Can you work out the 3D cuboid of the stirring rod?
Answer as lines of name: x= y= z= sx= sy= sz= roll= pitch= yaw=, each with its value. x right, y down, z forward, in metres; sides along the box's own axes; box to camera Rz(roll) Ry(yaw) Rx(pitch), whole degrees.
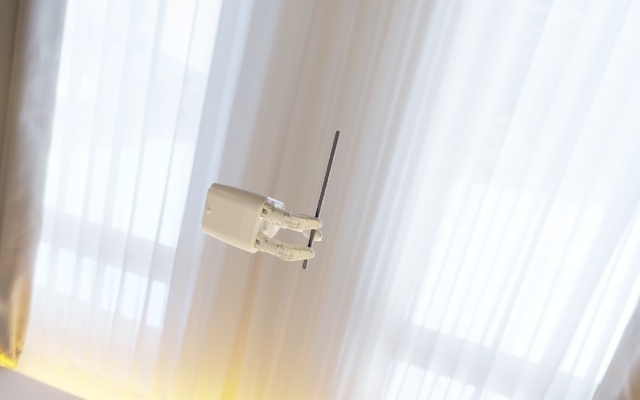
stirring rod: x=0.000 y=0.002 z=0.792 sx=0.011 sy=0.239 sz=0.011 roll=13 pitch=13 yaw=-3
